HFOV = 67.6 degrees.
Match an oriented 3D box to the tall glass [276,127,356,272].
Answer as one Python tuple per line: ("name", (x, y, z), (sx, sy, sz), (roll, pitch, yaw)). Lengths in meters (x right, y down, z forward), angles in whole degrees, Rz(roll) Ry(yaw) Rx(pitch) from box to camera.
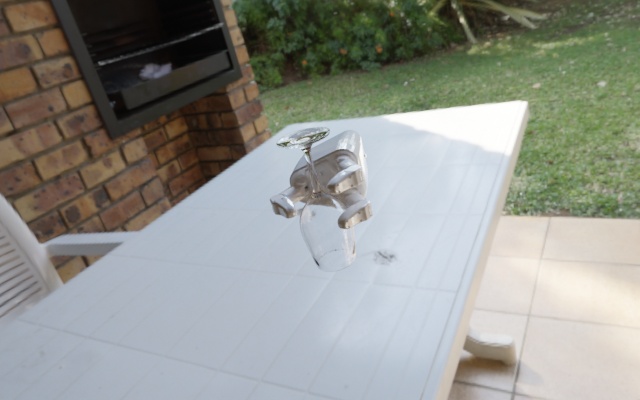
("tall glass", (0.000, 0.002, 0.680), (0.079, 0.201, 0.079), (-12, 24, 6))
